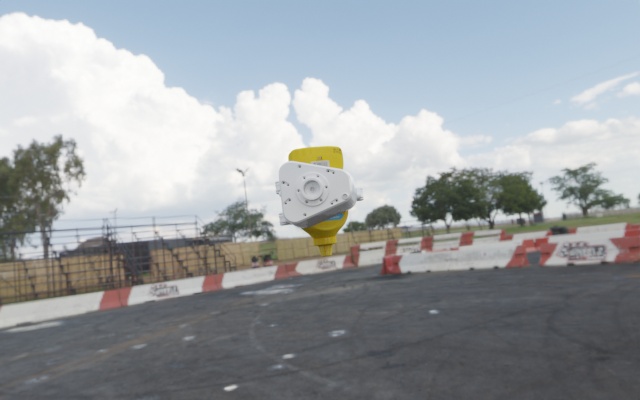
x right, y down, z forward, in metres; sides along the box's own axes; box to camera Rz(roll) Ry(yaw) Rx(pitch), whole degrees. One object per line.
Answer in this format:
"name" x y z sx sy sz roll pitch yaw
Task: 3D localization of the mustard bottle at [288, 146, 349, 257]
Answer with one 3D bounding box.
"mustard bottle" 0.000 0.003 0.843 0.096 0.191 0.058 -5 -5 -17
